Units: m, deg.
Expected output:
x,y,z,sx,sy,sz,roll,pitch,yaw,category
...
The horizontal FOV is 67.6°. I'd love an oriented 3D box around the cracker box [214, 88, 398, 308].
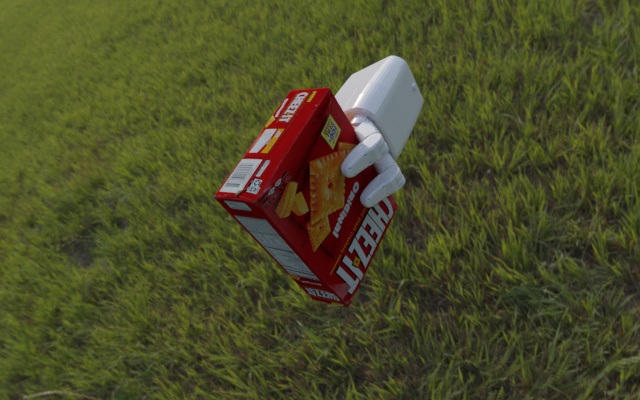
x,y,z,sx,sy,sz,roll,pitch,yaw,category
0.000,0.002,0.568,0.072,0.164,0.214,7,-34,41,cracker box
